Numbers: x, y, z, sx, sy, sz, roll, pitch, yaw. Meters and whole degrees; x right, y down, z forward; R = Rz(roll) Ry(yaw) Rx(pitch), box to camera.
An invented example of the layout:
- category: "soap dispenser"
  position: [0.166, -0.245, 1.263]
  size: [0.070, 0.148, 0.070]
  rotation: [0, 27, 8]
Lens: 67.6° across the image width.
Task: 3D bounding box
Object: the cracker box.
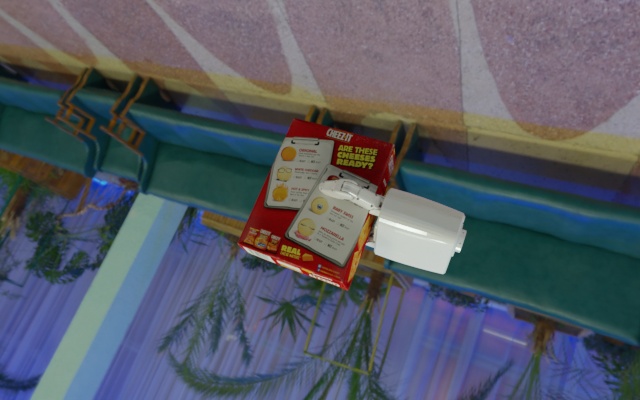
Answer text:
- category: "cracker box"
  position: [0.000, 0.002, 0.705]
  size: [0.164, 0.213, 0.072]
  rotation: [18, -17, 16]
